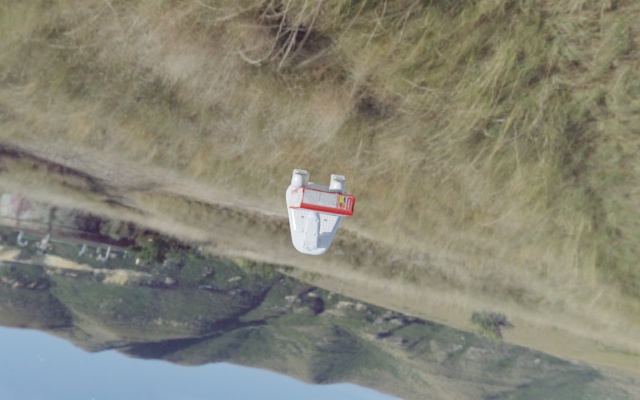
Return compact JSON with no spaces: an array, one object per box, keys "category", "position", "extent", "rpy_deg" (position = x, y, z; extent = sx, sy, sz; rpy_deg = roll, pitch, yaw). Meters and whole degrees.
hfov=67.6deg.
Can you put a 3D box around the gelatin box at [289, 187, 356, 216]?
[{"category":"gelatin box","position":[0.000,0.003,0.659],"extent":[0.073,0.030,0.089],"rpy_deg":[10,-3,-12]}]
